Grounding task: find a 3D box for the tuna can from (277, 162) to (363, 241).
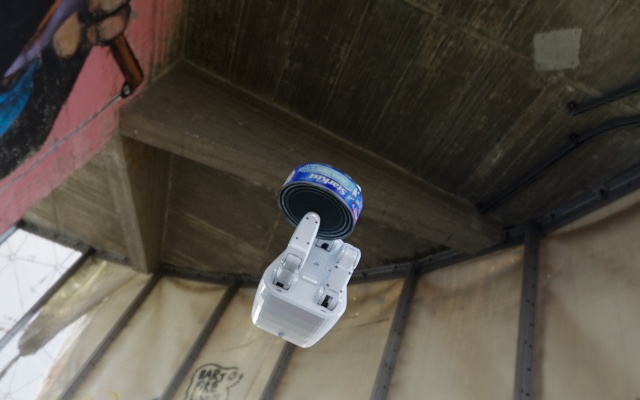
[{"bbox_3d":[0.000,0.001,0.500,0.086,0.033,0.086,17,-39,14],"label":"tuna can"}]
